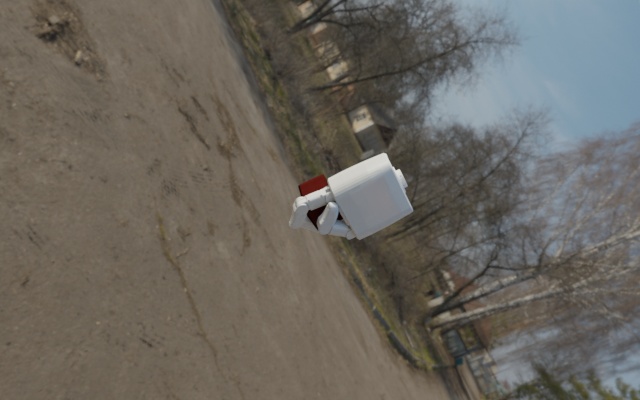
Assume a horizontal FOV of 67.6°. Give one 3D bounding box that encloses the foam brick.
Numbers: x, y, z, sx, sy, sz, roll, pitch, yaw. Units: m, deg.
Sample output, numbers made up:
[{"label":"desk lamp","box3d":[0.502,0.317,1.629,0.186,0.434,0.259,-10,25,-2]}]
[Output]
[{"label":"foam brick","box3d":[0.000,0.003,0.838,0.051,0.078,0.053,-27,-48,8]}]
